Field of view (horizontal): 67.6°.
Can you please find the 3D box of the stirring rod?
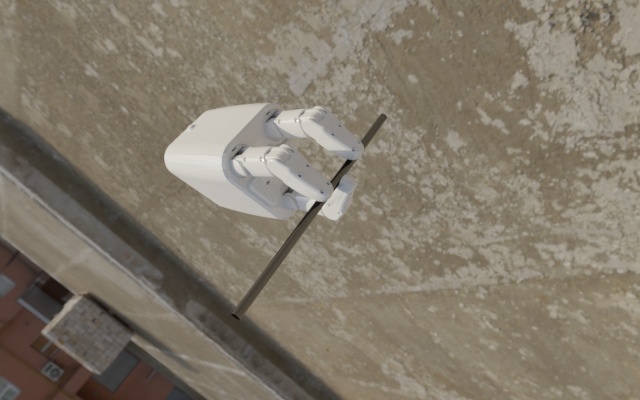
[{"bbox_3d":[0.000,0.001,0.408,0.011,0.011,0.239,0,44,46],"label":"stirring rod"}]
